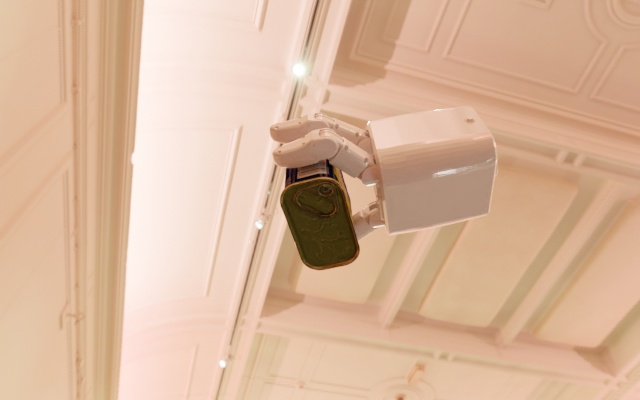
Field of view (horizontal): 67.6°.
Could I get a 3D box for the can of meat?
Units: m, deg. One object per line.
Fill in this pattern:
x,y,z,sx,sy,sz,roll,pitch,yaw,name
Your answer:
0.000,0.001,0.468,0.057,0.102,0.084,-13,33,8,can of meat
